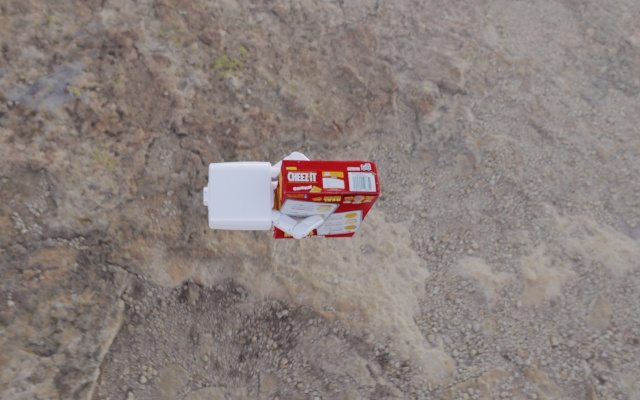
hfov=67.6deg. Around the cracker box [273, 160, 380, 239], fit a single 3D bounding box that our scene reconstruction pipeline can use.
[{"bbox_3d":[0.000,0.003,0.879,0.164,0.072,0.214,0,-24,-10],"label":"cracker box"}]
